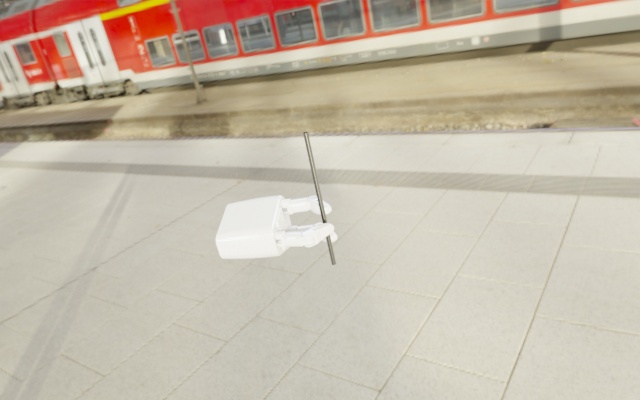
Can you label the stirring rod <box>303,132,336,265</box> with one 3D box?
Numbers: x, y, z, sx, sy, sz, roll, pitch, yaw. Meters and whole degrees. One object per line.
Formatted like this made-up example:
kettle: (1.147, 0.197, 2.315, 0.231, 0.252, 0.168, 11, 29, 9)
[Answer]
stirring rod: (0.000, 0.003, 0.790, 0.011, 0.240, 0.011, -10, 23, 4)
